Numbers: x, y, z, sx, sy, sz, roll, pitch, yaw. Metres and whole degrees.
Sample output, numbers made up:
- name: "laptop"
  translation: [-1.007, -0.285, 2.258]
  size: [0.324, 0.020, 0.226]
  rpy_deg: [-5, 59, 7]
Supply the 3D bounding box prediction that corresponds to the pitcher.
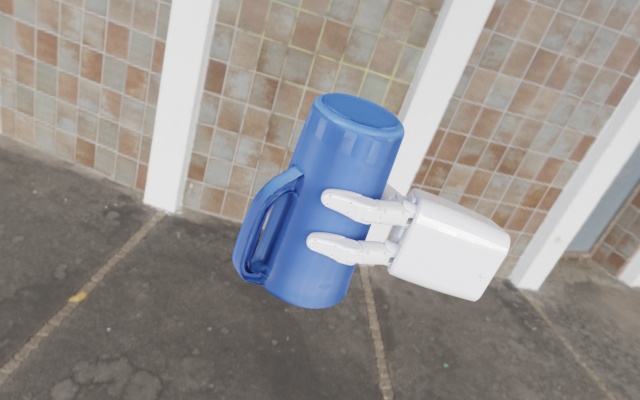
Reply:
- name: "pitcher"
  translation: [0.000, 0.002, 0.572]
  size: [0.145, 0.243, 0.149]
  rpy_deg: [21, 28, 3]
